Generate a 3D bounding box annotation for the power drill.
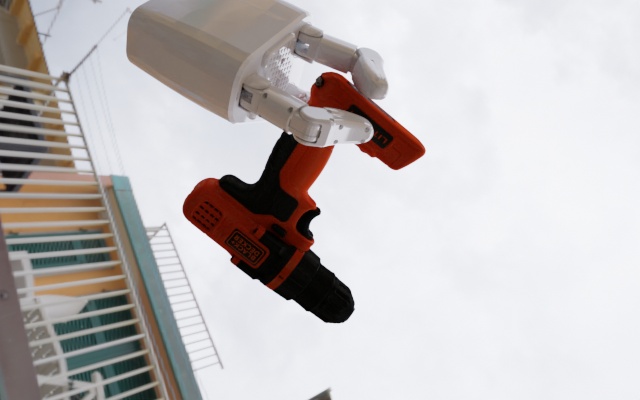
[{"bbox_3d":[0.000,0.001,0.412,0.184,0.188,0.057,39,15,-10],"label":"power drill"}]
